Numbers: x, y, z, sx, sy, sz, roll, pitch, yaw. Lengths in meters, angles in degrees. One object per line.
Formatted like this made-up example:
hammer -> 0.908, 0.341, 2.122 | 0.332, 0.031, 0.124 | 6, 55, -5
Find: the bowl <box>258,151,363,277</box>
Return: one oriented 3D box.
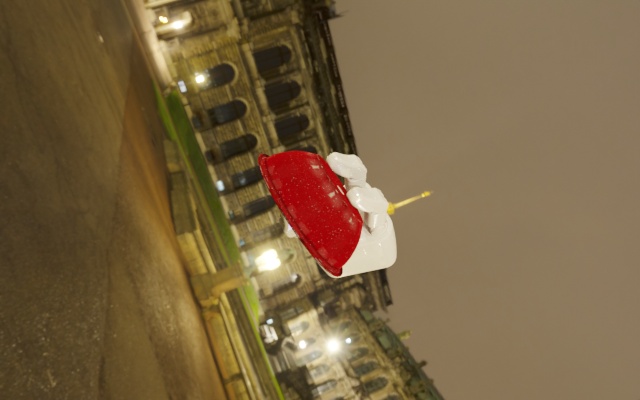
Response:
bowl -> 0.000, 0.001, 0.527 | 0.055, 0.162, 0.162 | -33, -6, 8
